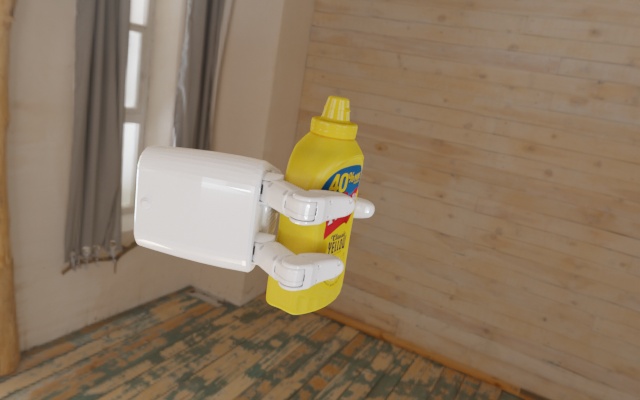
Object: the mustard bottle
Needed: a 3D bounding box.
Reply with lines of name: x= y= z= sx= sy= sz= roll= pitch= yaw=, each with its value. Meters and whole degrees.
mustard bottle: x=0.000 y=0.002 z=0.439 sx=0.058 sy=0.192 sz=0.096 roll=18 pitch=18 yaw=29
